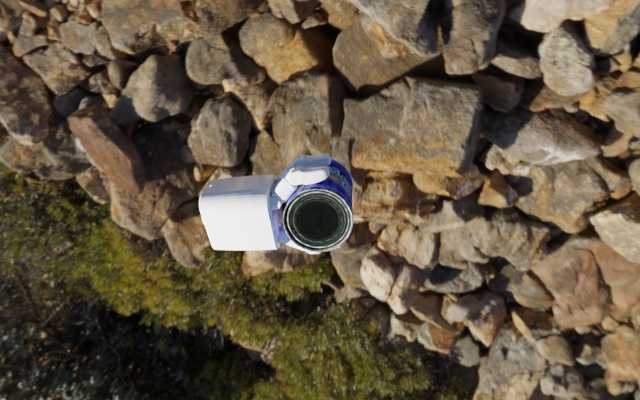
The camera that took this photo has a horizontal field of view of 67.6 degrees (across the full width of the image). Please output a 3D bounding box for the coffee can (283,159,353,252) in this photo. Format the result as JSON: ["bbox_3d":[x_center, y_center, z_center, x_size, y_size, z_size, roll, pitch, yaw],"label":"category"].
[{"bbox_3d":[0.000,0.002,0.752,0.103,0.103,0.140,0,23,4],"label":"coffee can"}]
